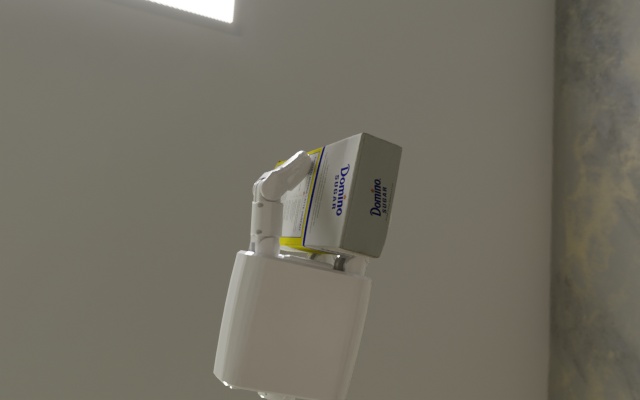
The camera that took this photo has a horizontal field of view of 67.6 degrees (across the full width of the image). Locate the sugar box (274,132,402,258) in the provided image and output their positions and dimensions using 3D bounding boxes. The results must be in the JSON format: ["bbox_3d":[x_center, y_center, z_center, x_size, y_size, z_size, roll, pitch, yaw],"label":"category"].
[{"bbox_3d":[0.000,0.002,0.437,0.048,0.093,0.176,17,-10,-28],"label":"sugar box"}]
